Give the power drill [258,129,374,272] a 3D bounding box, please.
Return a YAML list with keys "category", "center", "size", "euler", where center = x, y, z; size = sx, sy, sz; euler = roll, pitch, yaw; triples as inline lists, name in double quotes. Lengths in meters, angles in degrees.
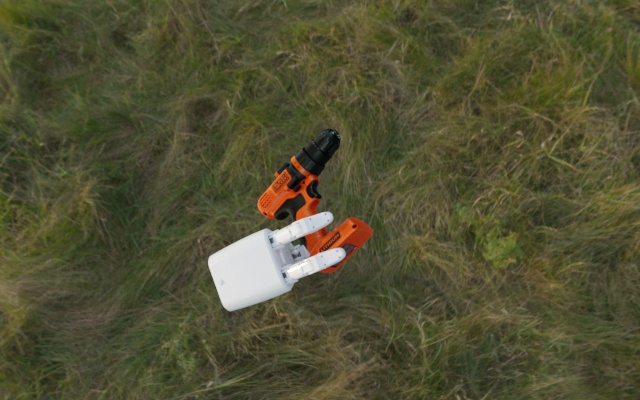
- category: "power drill"
  center: [0.000, 0.003, 0.745]
  size: [0.057, 0.184, 0.187]
  euler: [18, 30, -51]
